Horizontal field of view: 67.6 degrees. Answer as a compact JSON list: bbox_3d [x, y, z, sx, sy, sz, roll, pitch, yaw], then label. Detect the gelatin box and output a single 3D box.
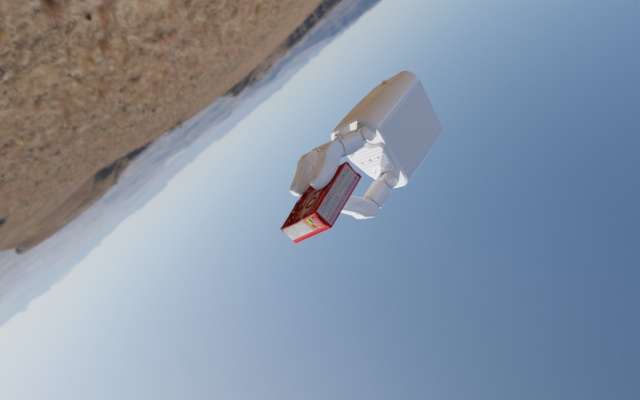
[{"bbox_3d":[0.000,0.002,0.561,0.030,0.089,0.073,43,-38,-16],"label":"gelatin box"}]
